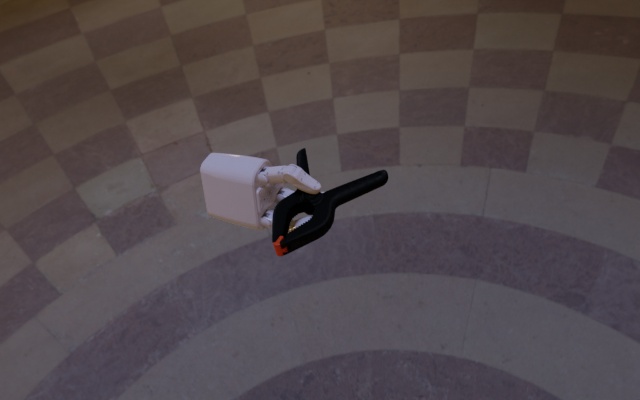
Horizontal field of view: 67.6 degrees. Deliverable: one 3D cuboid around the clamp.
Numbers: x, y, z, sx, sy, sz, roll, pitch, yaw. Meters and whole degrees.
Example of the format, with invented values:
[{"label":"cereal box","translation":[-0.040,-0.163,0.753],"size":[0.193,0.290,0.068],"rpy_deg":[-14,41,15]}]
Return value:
[{"label":"clamp","translation":[0.000,0.002,0.725],"size":[0.164,0.036,0.210],"rpy_deg":[11,49,22]}]
